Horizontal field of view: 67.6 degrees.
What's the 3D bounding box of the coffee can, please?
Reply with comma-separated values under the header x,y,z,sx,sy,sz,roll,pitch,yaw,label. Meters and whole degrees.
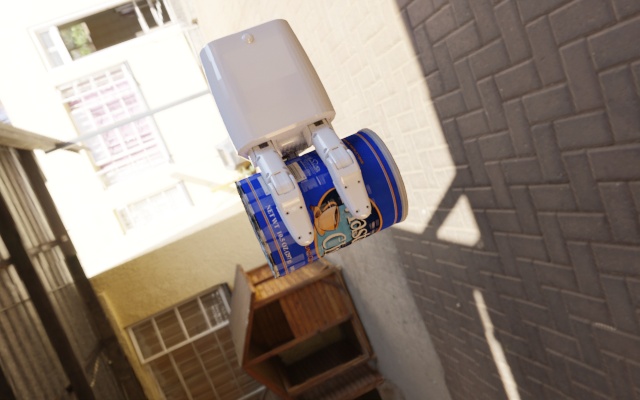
x,y,z,sx,sy,sz,roll,pitch,yaw,label
0.000,0.002,0.471,0.140,0.103,0.103,-23,4,-10,coffee can
